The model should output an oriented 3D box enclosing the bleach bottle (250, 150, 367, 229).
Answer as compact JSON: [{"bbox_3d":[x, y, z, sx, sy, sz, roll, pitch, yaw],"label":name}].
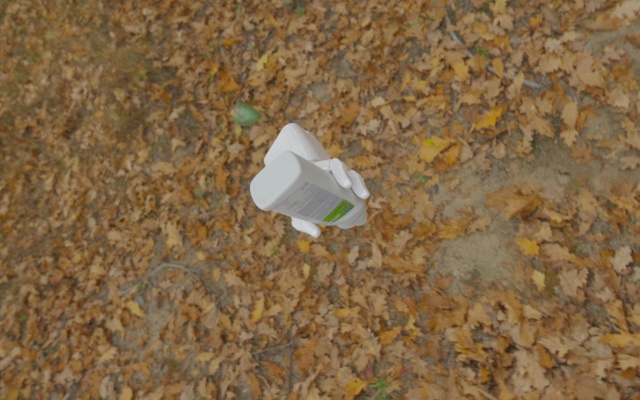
[{"bbox_3d":[0.000,0.003,0.827,0.102,0.068,0.251,-41,-37,17],"label":"bleach bottle"}]
